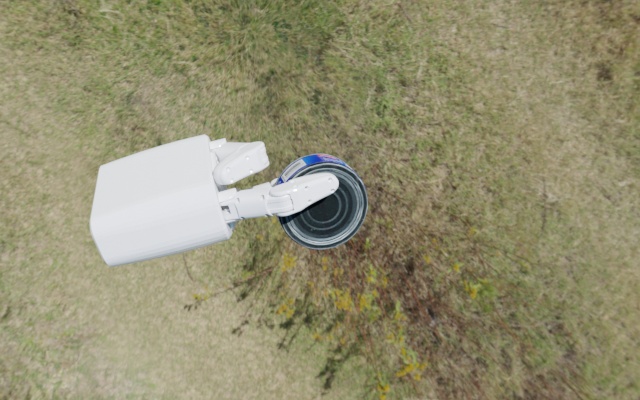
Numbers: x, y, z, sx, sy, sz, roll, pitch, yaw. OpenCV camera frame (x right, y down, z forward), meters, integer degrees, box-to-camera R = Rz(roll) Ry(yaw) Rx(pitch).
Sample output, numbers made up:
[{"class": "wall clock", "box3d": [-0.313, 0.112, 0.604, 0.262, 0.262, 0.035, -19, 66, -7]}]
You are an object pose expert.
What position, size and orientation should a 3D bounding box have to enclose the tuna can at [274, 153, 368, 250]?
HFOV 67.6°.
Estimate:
[{"class": "tuna can", "box3d": [0.000, 0.002, 0.444, 0.086, 0.086, 0.033, 0, 18, -14]}]
